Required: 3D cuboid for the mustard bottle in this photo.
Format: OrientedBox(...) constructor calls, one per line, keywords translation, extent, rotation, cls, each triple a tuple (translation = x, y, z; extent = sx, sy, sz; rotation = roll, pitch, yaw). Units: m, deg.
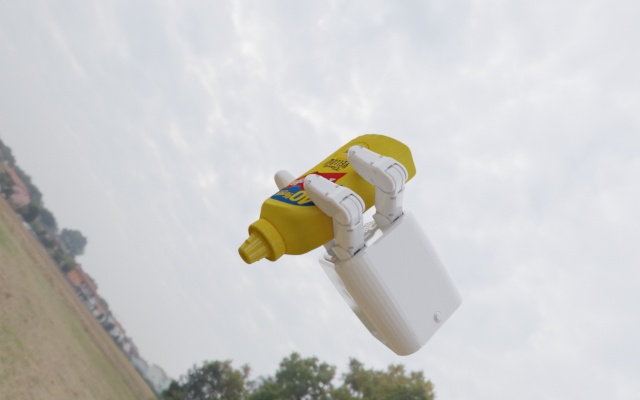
OrientedBox(translation=(0.000, 0.001, 0.470), extent=(0.191, 0.058, 0.096), rotation=(-36, 31, -28), cls="mustard bottle")
